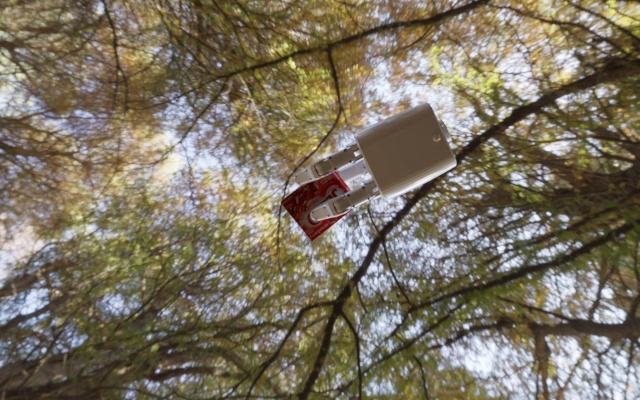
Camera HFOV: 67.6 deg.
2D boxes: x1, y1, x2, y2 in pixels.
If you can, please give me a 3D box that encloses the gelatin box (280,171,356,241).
[{"bbox_3d":[0.000,0.002,0.676,0.089,0.073,0.030,-38,3,16],"label":"gelatin box"}]
